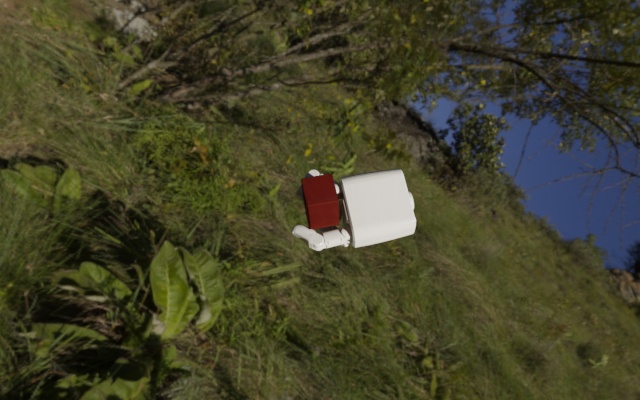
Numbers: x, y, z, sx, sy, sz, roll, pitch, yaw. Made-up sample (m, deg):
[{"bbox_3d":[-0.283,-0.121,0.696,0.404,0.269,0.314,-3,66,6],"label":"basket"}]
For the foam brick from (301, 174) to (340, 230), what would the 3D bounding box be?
[{"bbox_3d":[0.000,0.002,0.760,0.051,0.053,0.078,-10,-33,-3],"label":"foam brick"}]
